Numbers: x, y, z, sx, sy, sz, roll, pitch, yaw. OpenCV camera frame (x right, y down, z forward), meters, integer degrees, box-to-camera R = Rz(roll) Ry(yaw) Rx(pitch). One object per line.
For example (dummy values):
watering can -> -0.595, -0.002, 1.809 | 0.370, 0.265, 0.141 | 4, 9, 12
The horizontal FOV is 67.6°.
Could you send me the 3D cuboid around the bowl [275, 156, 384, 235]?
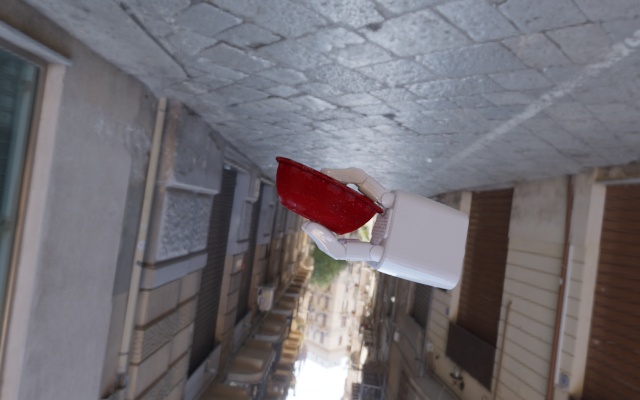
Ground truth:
bowl -> -0.001, 0.002, 0.639 | 0.162, 0.055, 0.162 | 27, -4, 2
